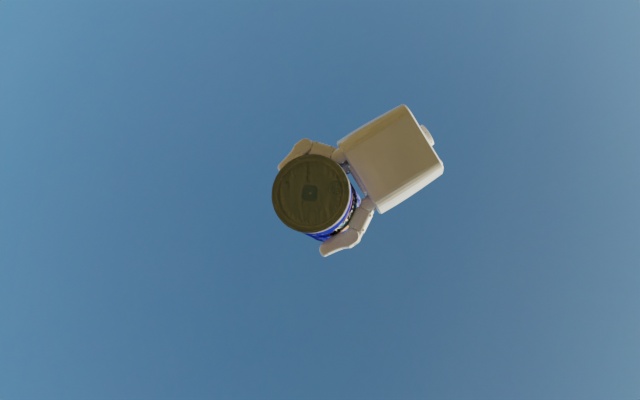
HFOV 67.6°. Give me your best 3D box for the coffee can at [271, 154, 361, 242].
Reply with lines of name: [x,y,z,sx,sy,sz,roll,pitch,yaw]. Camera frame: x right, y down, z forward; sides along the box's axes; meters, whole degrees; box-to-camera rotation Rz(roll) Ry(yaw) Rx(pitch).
coffee can: [0.000,0.002,0.672,0.103,0.103,0.140,0,-10,11]
